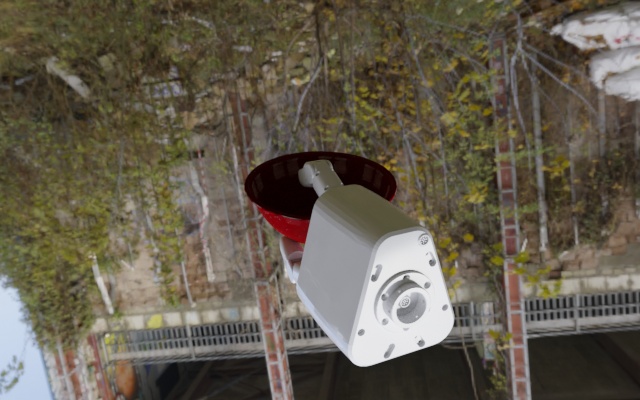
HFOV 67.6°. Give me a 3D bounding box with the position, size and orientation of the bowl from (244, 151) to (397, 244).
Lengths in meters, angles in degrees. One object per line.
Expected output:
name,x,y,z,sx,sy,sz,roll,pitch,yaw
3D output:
bowl,0.000,0.001,0.521,0.162,0.055,0.162,0,30,0
